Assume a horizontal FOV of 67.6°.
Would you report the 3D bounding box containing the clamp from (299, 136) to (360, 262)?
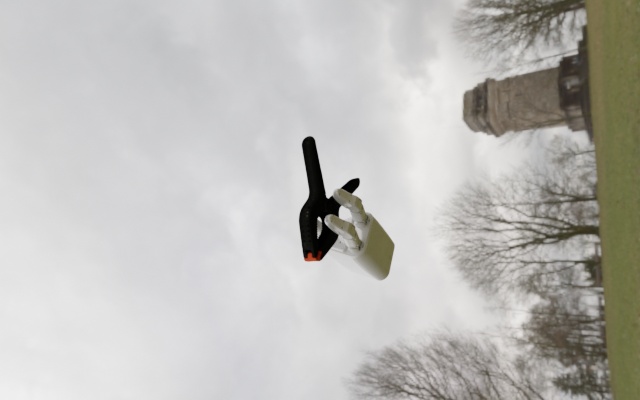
[{"bbox_3d":[-0.001,0.003,0.834,0.036,0.210,0.165,-9,-39,39],"label":"clamp"}]
